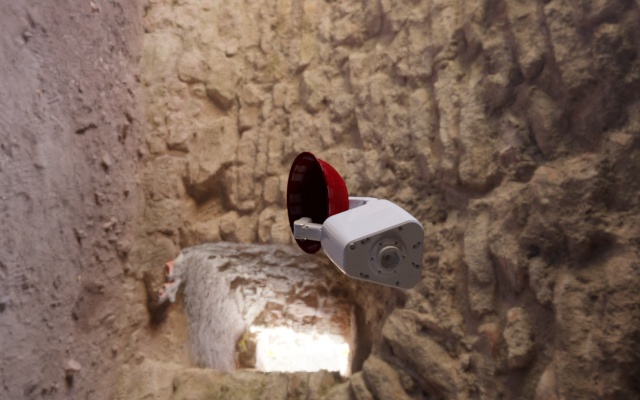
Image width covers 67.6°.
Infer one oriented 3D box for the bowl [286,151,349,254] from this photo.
[{"bbox_3d":[0.000,0.002,0.763,0.055,0.162,0.162,-4,2,-27],"label":"bowl"}]
